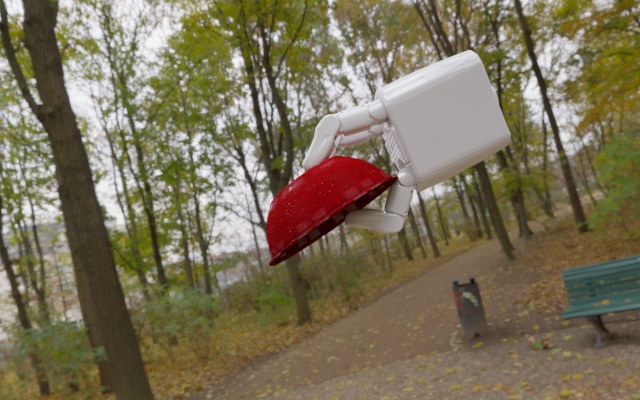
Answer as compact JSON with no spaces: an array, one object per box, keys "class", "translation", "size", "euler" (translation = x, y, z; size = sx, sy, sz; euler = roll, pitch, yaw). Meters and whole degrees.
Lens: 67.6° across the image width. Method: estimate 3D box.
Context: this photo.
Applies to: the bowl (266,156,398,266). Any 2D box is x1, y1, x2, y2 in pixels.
[{"class":"bowl","translation":[-0.001,0.002,0.500],"size":[0.162,0.055,0.162],"euler":[-35,-7,-5]}]
